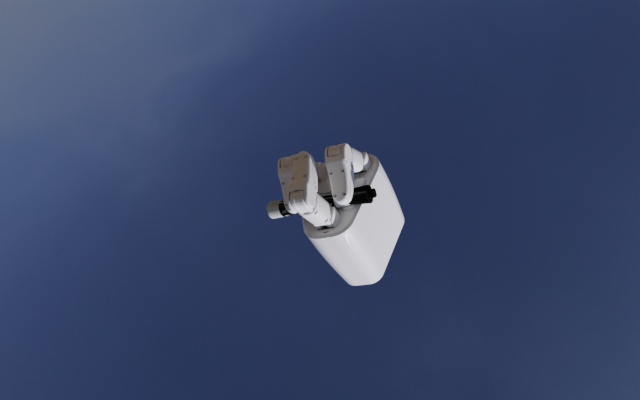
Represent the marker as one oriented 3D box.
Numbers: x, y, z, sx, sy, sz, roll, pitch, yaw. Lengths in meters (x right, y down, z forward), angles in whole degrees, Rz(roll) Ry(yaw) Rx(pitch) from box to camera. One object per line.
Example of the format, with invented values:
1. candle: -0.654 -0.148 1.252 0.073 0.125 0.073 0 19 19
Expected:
1. marker: 0.000 0.002 0.494 0.121 0.020 0.020 -10 -4 25
